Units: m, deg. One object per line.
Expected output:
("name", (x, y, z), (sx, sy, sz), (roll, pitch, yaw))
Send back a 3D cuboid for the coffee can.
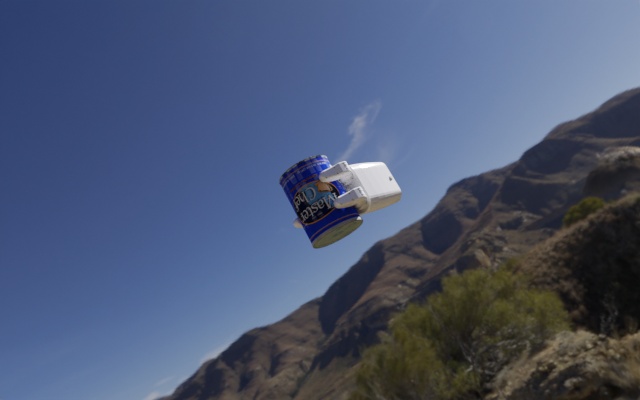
("coffee can", (0.000, 0.003, 0.876), (0.103, 0.140, 0.103), (-26, -16, -8))
